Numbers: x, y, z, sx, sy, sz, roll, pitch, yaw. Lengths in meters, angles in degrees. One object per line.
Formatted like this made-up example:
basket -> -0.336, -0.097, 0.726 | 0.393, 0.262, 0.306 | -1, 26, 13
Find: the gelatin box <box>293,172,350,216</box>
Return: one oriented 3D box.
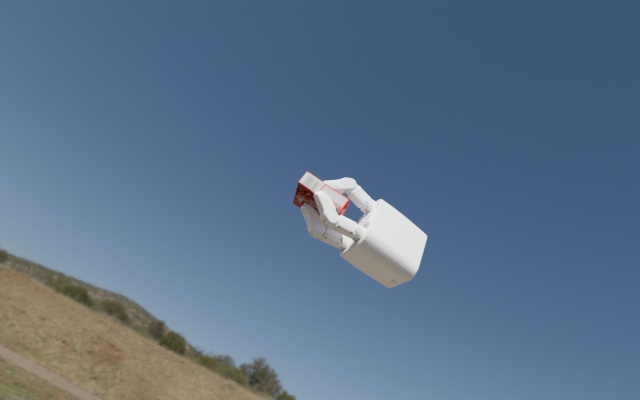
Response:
gelatin box -> 0.000, 0.002, 0.802 | 0.089, 0.030, 0.073 | 34, -29, 8
